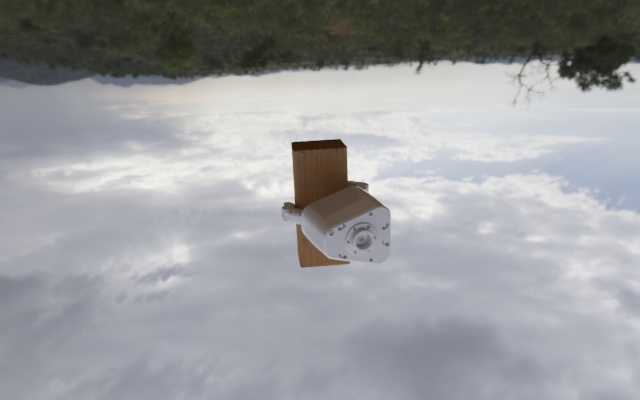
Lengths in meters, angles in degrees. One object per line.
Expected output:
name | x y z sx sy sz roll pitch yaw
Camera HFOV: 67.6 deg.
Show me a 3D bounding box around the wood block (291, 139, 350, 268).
wood block | 0.000 0.003 0.837 0.091 0.206 0.090 -4 17 -5
